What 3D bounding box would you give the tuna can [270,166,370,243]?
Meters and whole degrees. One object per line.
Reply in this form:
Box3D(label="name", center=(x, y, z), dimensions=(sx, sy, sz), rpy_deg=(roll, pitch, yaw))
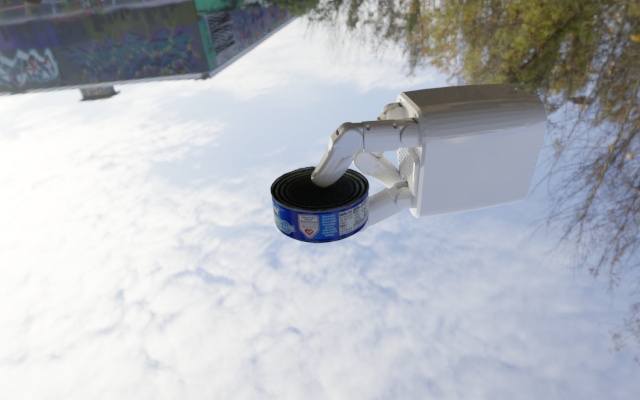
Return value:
Box3D(label="tuna can", center=(0.000, 0.002, 0.420), dimensions=(0.086, 0.034, 0.086), rpy_deg=(-2, 28, 1))
